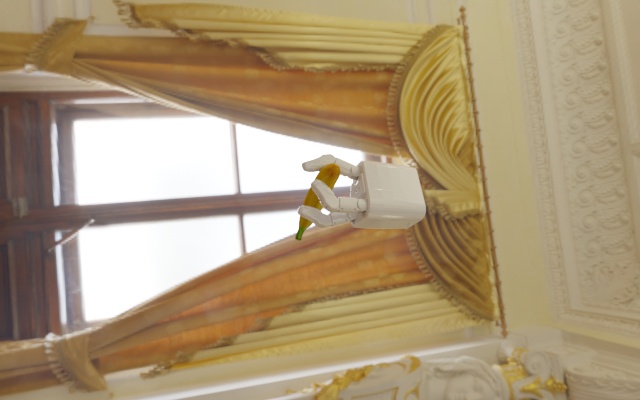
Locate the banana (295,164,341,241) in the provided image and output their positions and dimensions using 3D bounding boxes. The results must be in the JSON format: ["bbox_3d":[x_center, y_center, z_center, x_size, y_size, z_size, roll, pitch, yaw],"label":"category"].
[{"bbox_3d":[-0.001,-0.009,0.854,0.037,0.069,0.198,13,-45,-13],"label":"banana"}]
